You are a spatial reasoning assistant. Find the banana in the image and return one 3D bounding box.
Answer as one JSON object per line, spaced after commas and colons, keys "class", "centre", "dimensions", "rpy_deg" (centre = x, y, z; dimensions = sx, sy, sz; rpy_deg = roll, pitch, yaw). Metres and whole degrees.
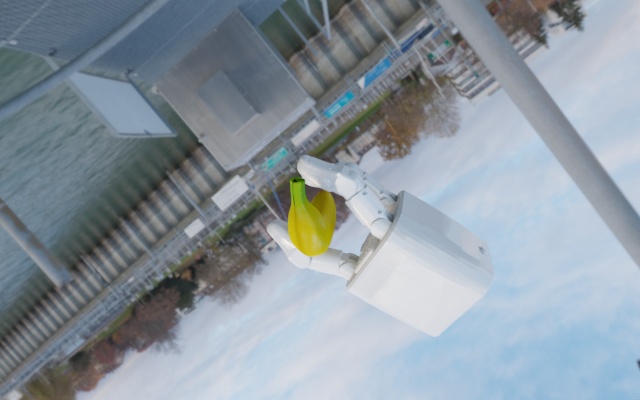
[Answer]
{"class": "banana", "centre": [-0.004, 0.020, 0.478], "dimensions": [0.037, 0.069, 0.198], "rpy_deg": [10, -1, 5]}
